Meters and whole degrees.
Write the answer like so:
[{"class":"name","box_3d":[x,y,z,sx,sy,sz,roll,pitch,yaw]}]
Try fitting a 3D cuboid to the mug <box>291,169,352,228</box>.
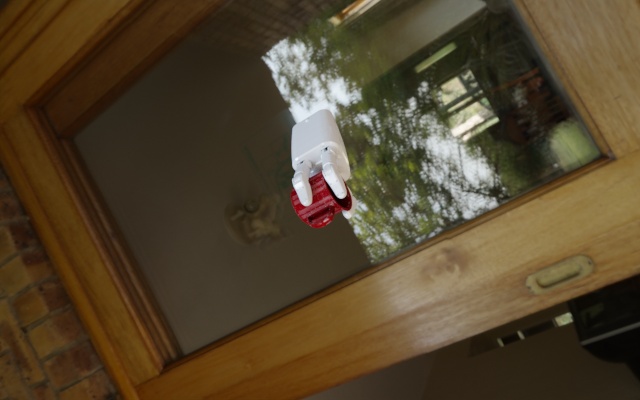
[{"class":"mug","box_3d":[0.000,0.004,0.873,0.081,0.117,0.093,-29,-48,24]}]
